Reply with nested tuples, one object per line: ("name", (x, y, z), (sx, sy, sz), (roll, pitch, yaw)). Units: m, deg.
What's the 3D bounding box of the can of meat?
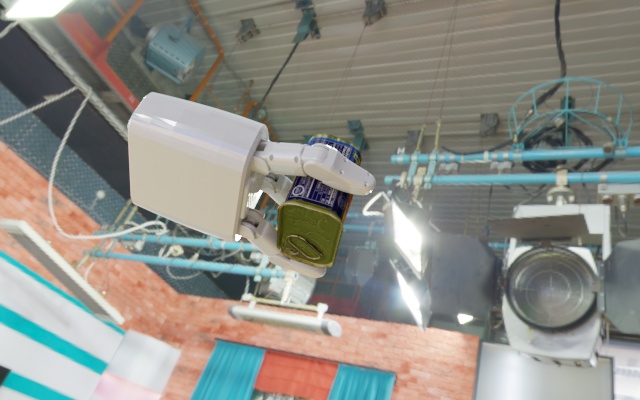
("can of meat", (0.000, 0.001, 0.444), (0.057, 0.084, 0.102), (16, -33, 5))
